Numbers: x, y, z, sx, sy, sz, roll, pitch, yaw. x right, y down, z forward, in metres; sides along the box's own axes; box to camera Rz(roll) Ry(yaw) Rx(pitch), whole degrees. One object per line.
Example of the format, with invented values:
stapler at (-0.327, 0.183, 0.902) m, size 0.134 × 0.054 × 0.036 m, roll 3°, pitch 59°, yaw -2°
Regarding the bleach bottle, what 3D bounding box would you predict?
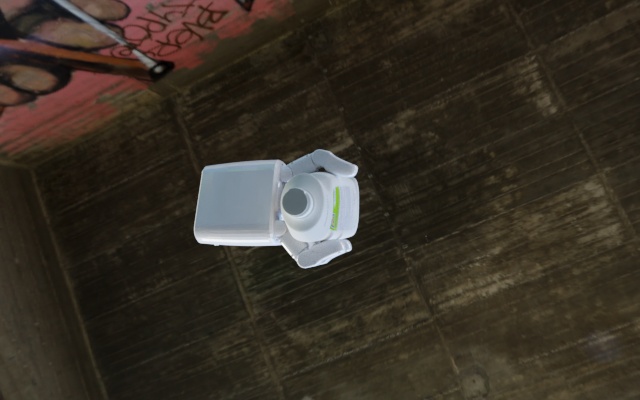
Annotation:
bleach bottle at (0.000, 0.002, 0.612) m, size 0.068 × 0.102 × 0.251 m, roll -2°, pitch -5°, yaw 12°
